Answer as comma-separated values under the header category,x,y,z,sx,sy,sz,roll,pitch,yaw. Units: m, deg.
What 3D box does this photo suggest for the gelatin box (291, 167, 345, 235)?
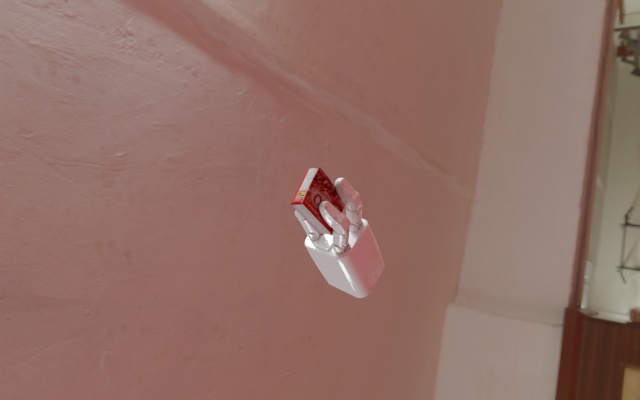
category,x,y,z,sx,sy,sz,roll,pitch,yaw
gelatin box,0.000,0.002,0.768,0.030,0.073,0.089,-4,-40,41
